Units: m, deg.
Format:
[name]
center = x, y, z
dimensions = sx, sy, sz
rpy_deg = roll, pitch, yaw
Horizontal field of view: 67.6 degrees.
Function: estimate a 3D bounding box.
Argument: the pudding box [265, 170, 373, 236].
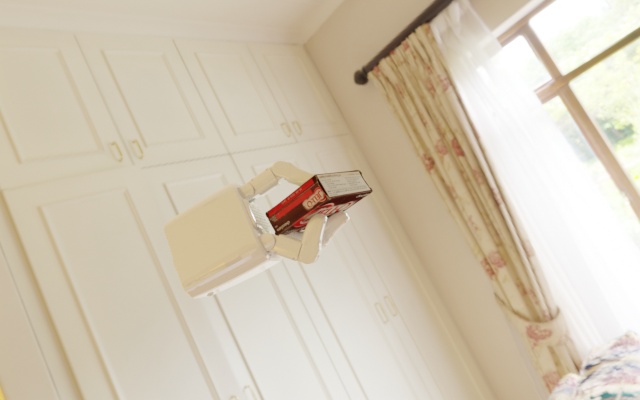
[pudding box]
center = 0.000, 0.002, 0.591
dimensions = 0.090, 0.039, 0.113
rpy_deg = -35, -11, 31
